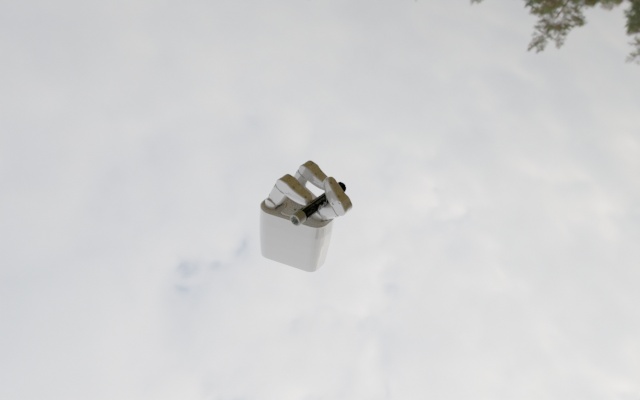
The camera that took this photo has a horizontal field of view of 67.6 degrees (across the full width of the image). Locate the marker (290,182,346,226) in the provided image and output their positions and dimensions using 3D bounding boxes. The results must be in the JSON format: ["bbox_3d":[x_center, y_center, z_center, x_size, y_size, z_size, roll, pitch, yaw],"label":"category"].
[{"bbox_3d":[0.000,0.002,0.710,0.020,0.020,0.121,0,25,41],"label":"marker"}]
